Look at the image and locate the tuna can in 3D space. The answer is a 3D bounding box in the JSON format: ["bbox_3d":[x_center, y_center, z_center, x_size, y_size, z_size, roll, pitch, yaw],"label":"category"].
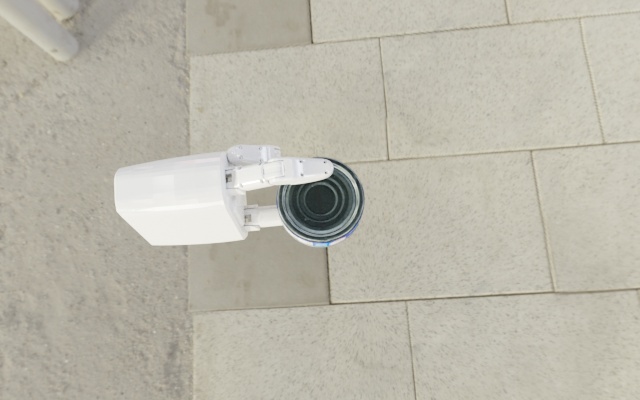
[{"bbox_3d":[0.000,0.001,0.465,0.086,0.086,0.034,0,-12,0],"label":"tuna can"}]
